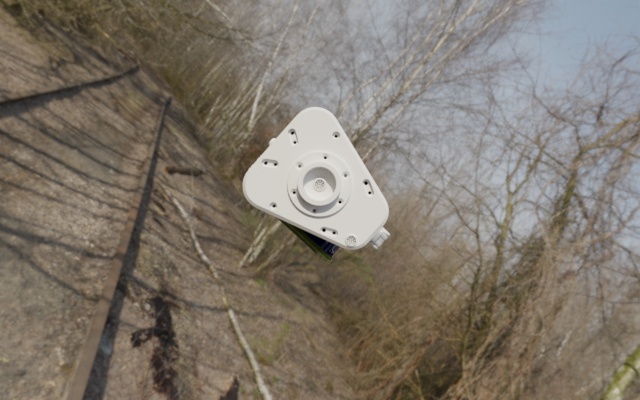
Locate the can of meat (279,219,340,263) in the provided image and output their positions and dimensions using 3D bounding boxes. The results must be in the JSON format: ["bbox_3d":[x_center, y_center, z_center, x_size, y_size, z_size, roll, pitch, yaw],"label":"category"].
[{"bbox_3d":[0.000,0.002,0.513,0.102,0.084,0.057,42,1,5],"label":"can of meat"}]
